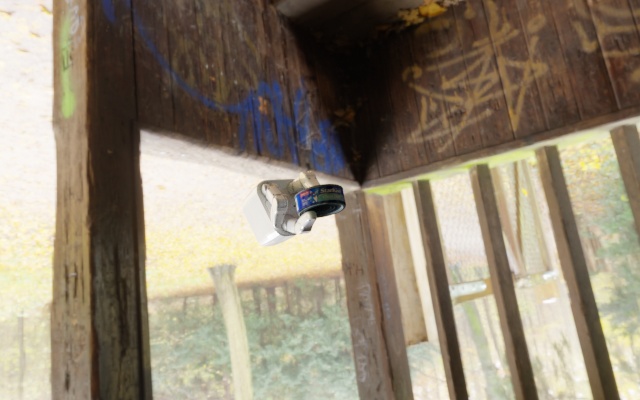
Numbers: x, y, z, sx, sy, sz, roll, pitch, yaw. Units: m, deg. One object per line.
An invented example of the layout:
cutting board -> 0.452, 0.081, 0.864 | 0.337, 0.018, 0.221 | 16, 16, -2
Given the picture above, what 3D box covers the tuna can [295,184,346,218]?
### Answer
tuna can -> 0.000, 0.003, 0.822 | 0.086, 0.033, 0.086 | -10, -18, -3
